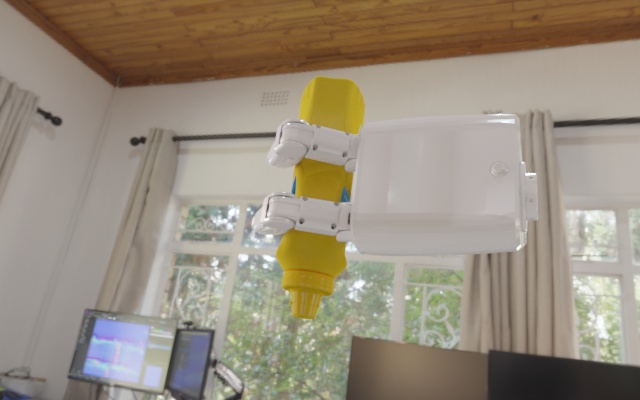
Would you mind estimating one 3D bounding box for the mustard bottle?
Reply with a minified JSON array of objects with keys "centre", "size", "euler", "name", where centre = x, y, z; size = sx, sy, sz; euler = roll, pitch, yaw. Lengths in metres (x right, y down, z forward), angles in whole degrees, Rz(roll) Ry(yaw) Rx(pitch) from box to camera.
[{"centre":[0.000,0.001,0.400],"size":[0.058,0.191,0.096],"euler":[7,-19,1],"name":"mustard bottle"}]
